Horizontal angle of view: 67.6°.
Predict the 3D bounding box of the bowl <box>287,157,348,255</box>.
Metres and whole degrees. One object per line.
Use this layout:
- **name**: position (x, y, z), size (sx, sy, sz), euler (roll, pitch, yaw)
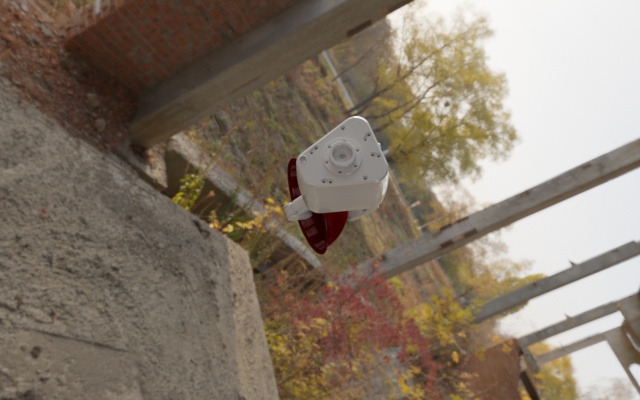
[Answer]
- **bowl**: position (0.000, 0.003, 0.772), size (0.055, 0.162, 0.162), euler (-17, 5, -18)
